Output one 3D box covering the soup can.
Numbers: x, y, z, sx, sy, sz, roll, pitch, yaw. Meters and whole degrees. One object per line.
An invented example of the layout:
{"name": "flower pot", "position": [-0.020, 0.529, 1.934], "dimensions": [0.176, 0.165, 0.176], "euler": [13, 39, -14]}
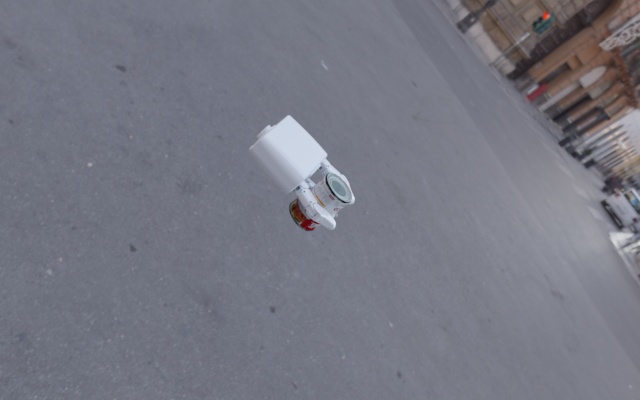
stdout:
{"name": "soup can", "position": [0.001, 0.003, 0.886], "dimensions": [0.102, 0.068, 0.068], "euler": [-38, -21, 29]}
